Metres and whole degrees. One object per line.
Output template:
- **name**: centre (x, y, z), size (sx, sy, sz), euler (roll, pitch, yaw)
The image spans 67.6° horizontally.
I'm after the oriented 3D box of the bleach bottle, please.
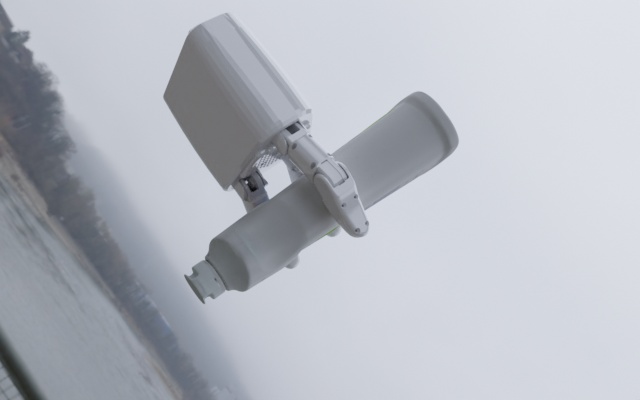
- **bleach bottle**: centre (0.000, 0.001, 0.409), size (0.250, 0.068, 0.102), euler (-34, -4, -24)
